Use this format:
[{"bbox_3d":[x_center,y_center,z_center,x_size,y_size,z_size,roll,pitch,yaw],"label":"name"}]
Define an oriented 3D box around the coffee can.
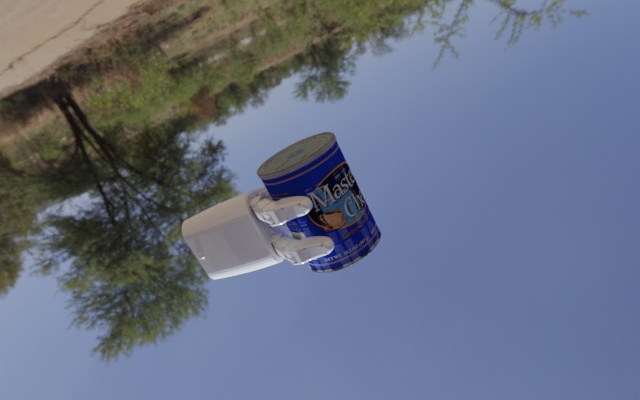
[{"bbox_3d":[0.000,0.002,0.585,0.103,0.140,0.102,-24,19,9],"label":"coffee can"}]
